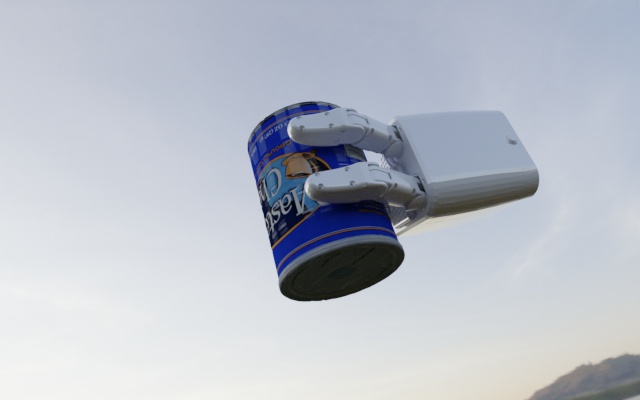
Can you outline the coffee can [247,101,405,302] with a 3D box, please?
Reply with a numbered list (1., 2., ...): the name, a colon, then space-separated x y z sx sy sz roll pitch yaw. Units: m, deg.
1. coffee can: 0.000 0.002 0.410 0.103 0.140 0.103 -13 -30 -8
